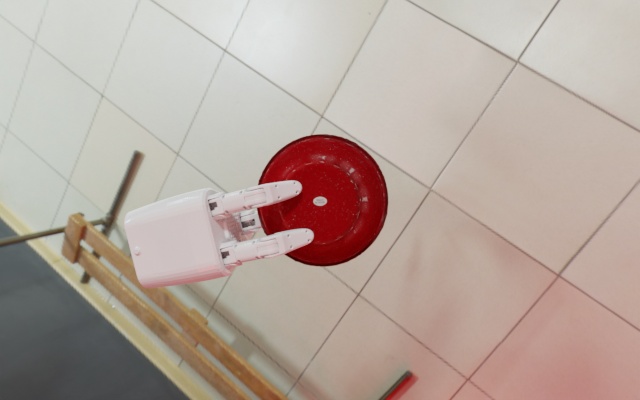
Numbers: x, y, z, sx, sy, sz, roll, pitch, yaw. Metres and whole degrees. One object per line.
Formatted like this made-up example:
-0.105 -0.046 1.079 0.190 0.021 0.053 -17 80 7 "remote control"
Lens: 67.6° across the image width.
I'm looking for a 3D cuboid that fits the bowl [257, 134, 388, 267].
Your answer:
0.001 0.001 0.555 0.162 0.162 0.055 0 3 3 "bowl"
